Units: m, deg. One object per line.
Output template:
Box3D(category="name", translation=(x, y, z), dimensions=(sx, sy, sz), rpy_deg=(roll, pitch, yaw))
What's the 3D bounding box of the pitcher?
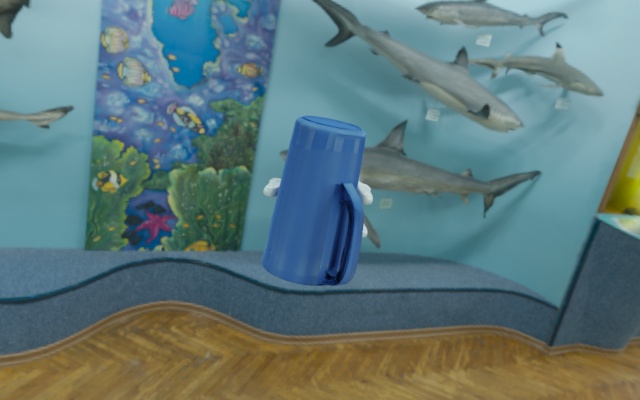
Box3D(category="pitcher", translation=(0.000, 0.002, 0.729), dimensions=(0.149, 0.243, 0.145), rpy_deg=(13, 16, 4))
